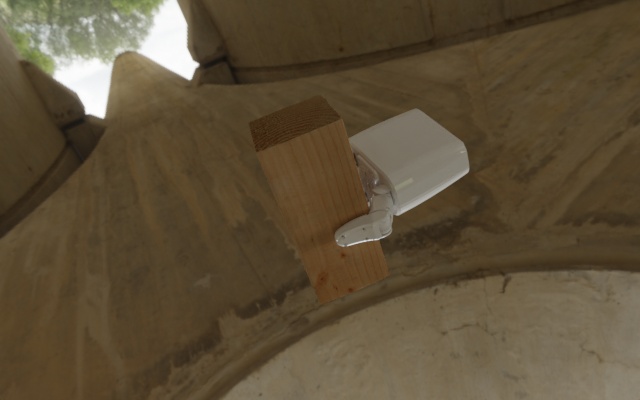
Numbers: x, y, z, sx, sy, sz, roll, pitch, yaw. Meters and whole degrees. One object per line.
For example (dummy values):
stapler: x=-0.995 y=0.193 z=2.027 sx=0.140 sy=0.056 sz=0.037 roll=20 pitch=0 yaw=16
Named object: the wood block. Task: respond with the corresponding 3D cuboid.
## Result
wood block: x=0.001 y=0.002 z=0.538 sx=0.090 sy=0.206 sz=0.090 roll=-22 pitch=30 yaw=-3
